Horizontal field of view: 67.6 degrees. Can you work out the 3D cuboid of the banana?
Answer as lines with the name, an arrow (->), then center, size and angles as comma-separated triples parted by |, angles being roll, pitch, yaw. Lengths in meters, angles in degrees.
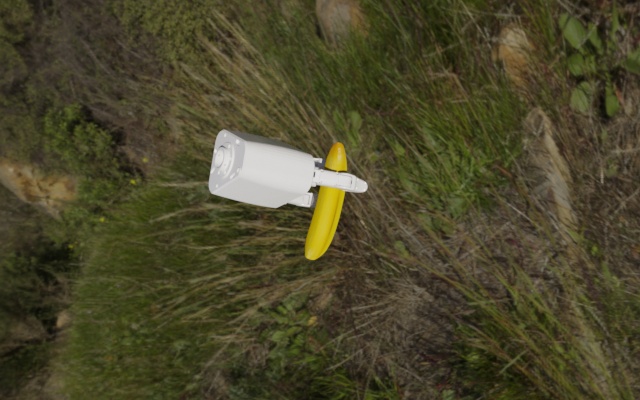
banana -> 0.005, 0.013, 0.717 | 0.037, 0.198, 0.069 | 8, 20, -24
